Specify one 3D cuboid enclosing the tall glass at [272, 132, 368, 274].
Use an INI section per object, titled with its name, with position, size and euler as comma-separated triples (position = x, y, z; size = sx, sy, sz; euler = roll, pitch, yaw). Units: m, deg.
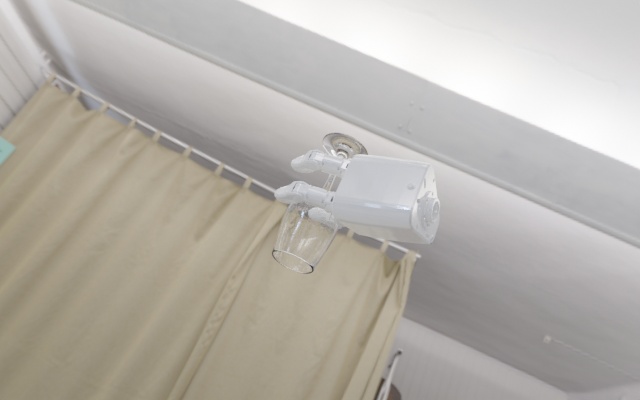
[tall glass]
position = 0.000, 0.002, 0.683
size = 0.079, 0.201, 0.079
euler = 20, -26, 10
